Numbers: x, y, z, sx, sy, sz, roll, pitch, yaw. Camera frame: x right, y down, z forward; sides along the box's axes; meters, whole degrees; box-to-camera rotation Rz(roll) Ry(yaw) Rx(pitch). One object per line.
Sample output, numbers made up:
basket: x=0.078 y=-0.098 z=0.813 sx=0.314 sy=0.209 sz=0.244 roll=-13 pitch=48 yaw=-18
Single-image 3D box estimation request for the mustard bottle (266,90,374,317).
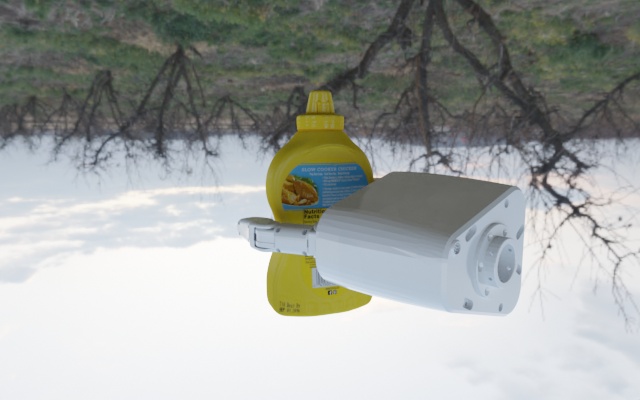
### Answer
mustard bottle: x=0.000 y=0.002 z=0.422 sx=0.096 sy=0.191 sz=0.058 roll=-3 pitch=9 yaw=-19
